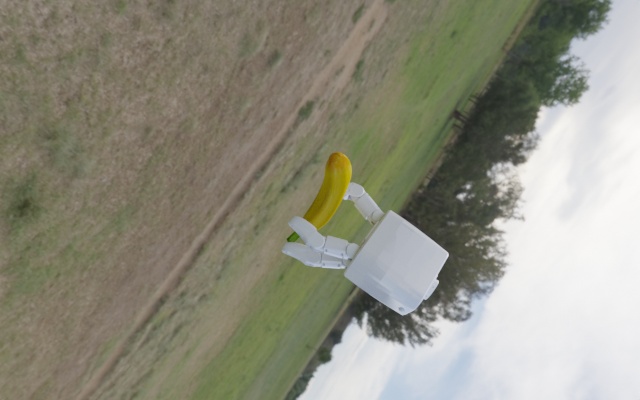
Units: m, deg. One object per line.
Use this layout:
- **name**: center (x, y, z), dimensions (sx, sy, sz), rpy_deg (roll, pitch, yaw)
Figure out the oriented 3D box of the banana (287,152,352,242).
- **banana**: center (0.009, -0.006, 0.664), dimensions (0.037, 0.198, 0.069), rpy_deg (37, 47, 9)
